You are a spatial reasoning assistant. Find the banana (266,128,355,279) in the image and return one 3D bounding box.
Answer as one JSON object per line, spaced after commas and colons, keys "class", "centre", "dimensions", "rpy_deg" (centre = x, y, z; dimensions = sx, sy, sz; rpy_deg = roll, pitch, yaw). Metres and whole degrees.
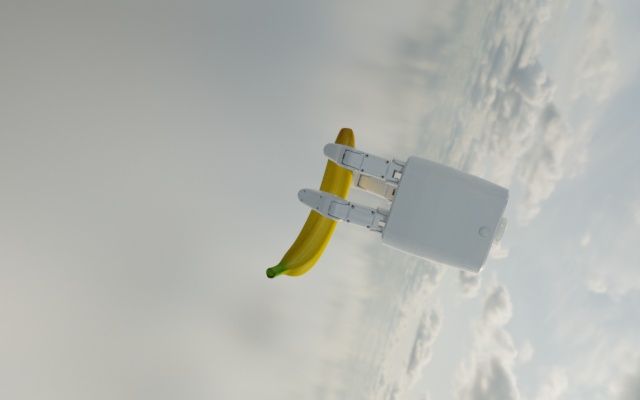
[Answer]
{"class": "banana", "centre": [0.002, 0.011, 0.562], "dimensions": [0.037, 0.197, 0.070], "rpy_deg": [21, -15, 18]}
